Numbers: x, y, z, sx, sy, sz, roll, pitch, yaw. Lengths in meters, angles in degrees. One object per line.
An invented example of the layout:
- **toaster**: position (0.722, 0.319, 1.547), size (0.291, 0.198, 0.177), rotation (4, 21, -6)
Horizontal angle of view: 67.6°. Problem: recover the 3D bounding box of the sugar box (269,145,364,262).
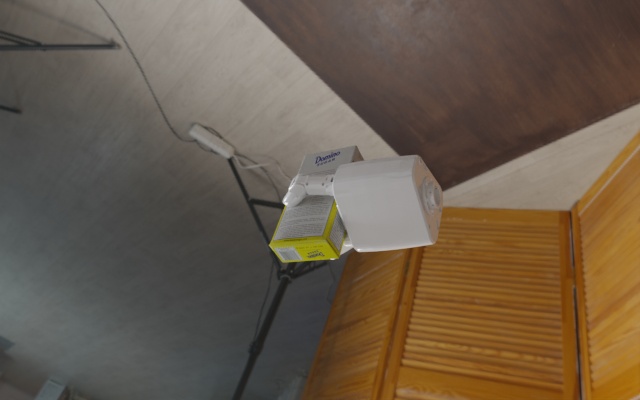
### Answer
- **sugar box**: position (0.000, 0.003, 0.673), size (0.093, 0.176, 0.048), rotation (-7, -47, 31)
